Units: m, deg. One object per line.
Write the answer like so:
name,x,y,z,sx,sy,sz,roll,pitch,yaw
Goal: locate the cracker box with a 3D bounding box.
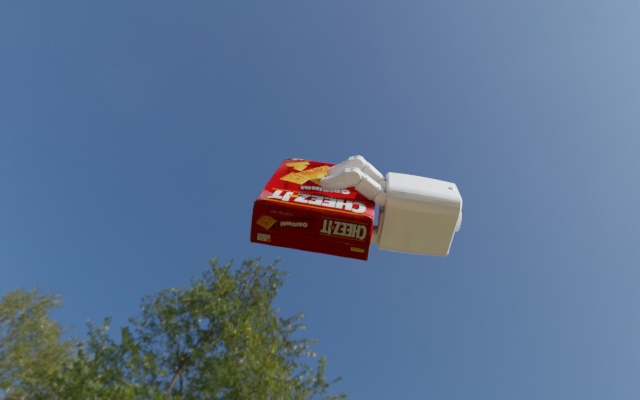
cracker box,0.000,0.002,0.731,0.164,0.072,0.213,8,21,4
